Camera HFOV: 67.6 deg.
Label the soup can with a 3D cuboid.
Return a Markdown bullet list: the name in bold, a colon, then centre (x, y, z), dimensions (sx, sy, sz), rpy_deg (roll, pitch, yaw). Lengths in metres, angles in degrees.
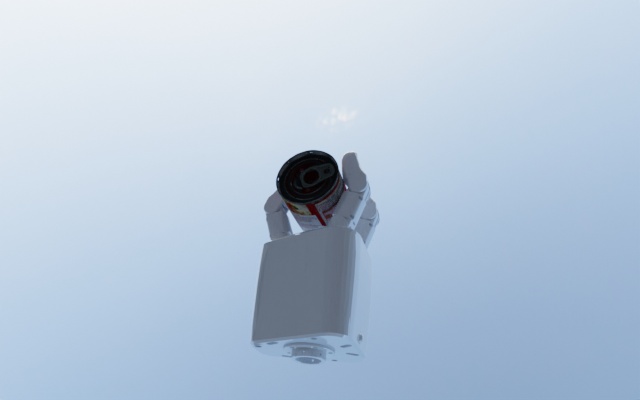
- **soup can**: centre (0.000, 0.001, 0.530), dimensions (0.068, 0.068, 0.102), rpy_deg (0, -32, 19)
